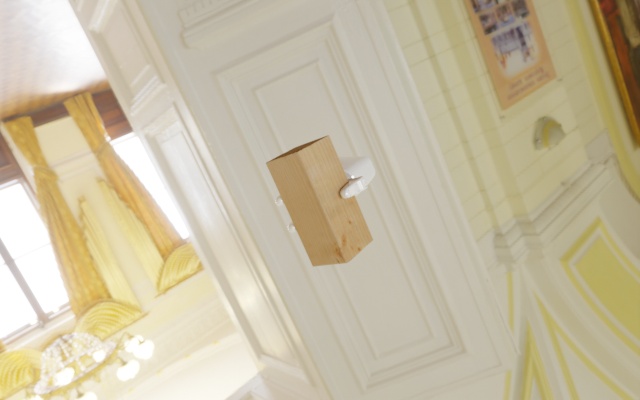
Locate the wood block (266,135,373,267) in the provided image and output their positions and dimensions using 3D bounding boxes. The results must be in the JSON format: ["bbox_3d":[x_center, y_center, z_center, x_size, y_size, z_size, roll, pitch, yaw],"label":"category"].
[{"bbox_3d":[0.001,0.003,0.846,0.091,0.206,0.090,-14,15,44],"label":"wood block"}]
